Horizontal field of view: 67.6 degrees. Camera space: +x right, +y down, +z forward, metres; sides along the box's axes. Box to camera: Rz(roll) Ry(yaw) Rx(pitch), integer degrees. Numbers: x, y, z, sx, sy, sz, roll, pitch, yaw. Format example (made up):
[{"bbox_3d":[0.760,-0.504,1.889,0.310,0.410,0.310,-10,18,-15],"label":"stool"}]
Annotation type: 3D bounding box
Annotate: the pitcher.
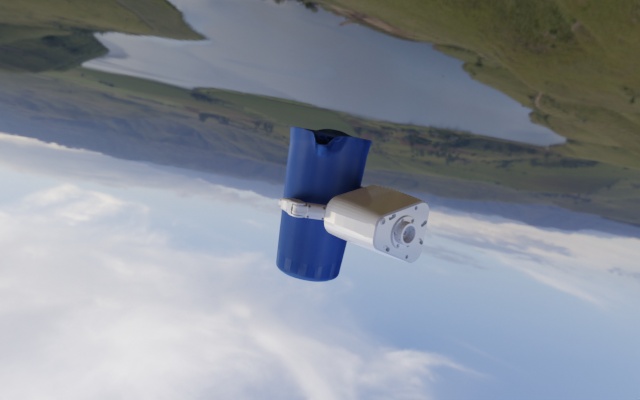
[{"bbox_3d":[0.000,0.003,0.798,0.149,0.243,0.145,5,9,-38],"label":"pitcher"}]
